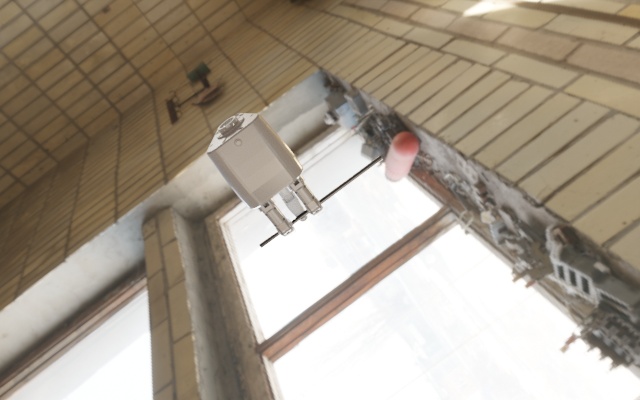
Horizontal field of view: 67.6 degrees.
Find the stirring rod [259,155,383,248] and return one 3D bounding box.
[{"bbox_3d":[0.000,0.002,0.764,0.239,0.011,0.011,-36,-1,2],"label":"stirring rod"}]
